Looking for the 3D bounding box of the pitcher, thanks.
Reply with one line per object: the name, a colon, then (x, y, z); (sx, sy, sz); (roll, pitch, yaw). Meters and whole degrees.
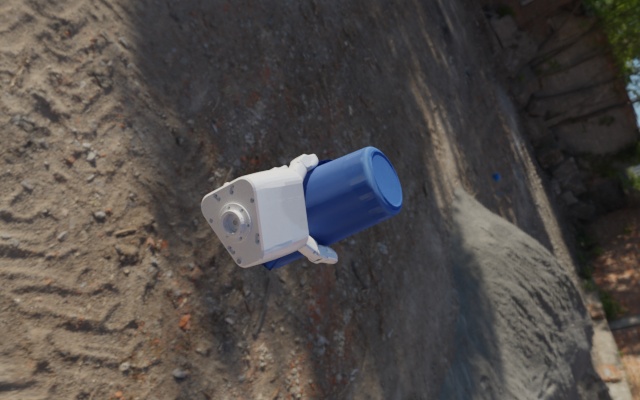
pitcher: (0.000, 0.003, 0.753); (0.243, 0.149, 0.145); (-24, -6, 29)
